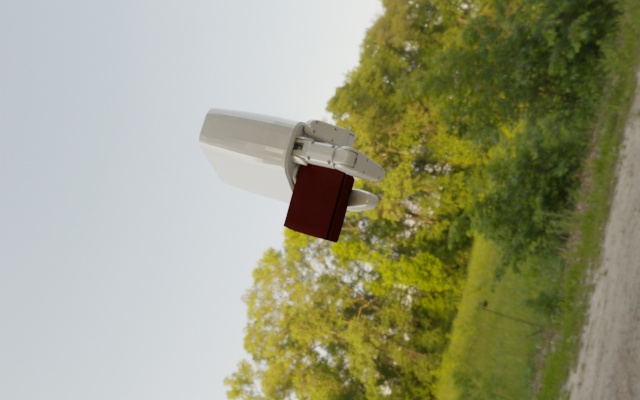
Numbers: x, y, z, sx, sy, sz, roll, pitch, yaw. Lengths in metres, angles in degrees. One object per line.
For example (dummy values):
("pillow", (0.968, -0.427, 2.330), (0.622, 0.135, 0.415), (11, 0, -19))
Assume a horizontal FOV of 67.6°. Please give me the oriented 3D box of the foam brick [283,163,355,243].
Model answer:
("foam brick", (0.000, 0.002, 0.514), (0.051, 0.078, 0.053), (14, -7, 14))
